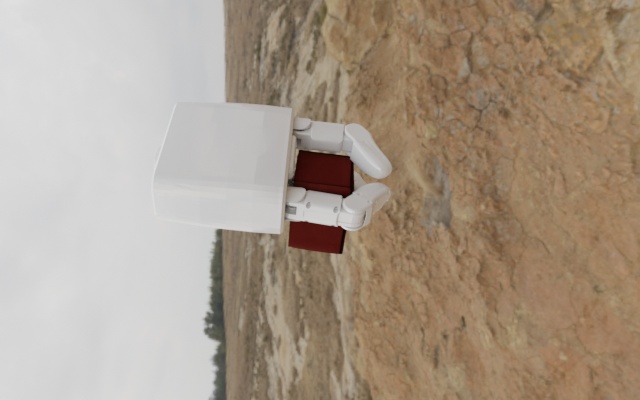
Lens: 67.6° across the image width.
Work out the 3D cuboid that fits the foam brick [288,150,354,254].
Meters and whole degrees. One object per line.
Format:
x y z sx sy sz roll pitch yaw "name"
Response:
0.000 0.002 0.436 0.051 0.078 0.053 6 36 -2 "foam brick"
